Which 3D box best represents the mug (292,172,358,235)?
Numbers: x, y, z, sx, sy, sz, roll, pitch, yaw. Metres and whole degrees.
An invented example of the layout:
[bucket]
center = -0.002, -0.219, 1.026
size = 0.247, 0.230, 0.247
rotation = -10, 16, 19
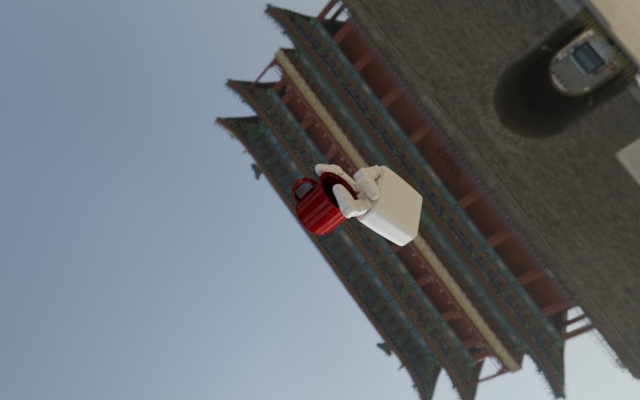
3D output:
[mug]
center = -0.001, 0.002, 0.857
size = 0.117, 0.093, 0.081
rotation = 33, -54, -22
